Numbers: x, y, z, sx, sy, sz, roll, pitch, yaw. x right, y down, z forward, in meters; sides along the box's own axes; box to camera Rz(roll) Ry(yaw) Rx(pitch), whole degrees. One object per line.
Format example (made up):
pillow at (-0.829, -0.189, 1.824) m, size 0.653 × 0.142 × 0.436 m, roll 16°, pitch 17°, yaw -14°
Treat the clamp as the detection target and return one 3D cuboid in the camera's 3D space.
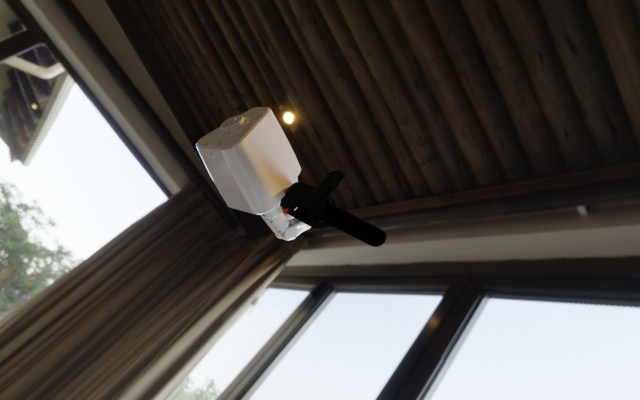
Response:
clamp at (0.000, 0.002, 0.632) m, size 0.171 × 0.120 × 0.039 m, roll 10°, pitch 46°, yaw 43°
